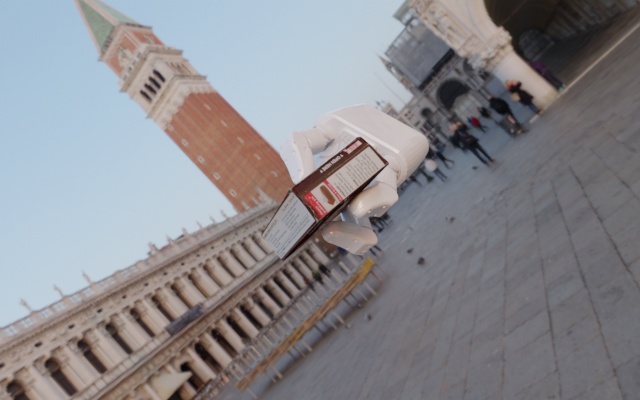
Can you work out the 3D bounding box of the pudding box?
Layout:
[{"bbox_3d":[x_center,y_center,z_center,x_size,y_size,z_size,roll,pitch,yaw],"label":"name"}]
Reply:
[{"bbox_3d":[0.000,0.001,0.430,0.090,0.039,0.113,-40,-7,-29],"label":"pudding box"}]
